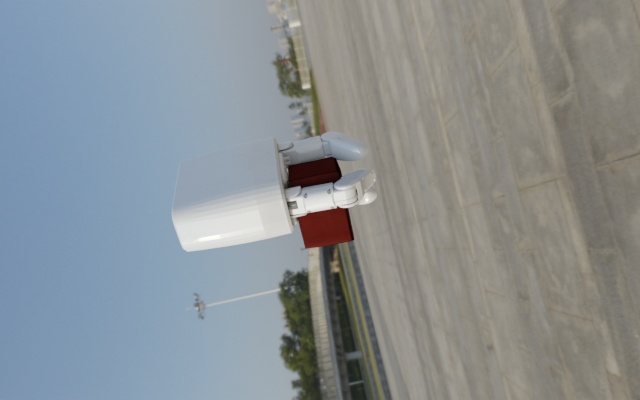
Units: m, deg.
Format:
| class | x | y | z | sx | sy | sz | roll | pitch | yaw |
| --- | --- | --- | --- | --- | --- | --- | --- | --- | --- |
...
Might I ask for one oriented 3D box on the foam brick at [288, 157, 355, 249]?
| class | x | y | z | sx | sy | sz | roll | pitch | yaw |
| --- | --- | --- | --- | --- | --- | --- | --- | --- | --- |
| foam brick | 0.000 | 0.002 | 0.490 | 0.051 | 0.078 | 0.053 | -13 | 21 | 0 |
